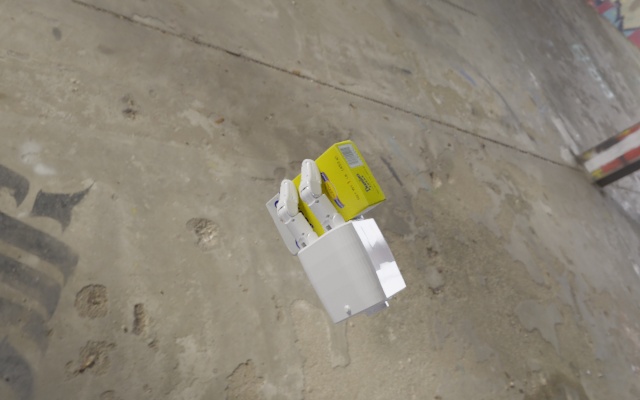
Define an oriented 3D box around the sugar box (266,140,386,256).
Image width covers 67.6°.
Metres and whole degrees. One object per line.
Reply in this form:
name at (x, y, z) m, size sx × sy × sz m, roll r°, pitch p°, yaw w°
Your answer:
sugar box at (0.000, 0.002, 0.661) m, size 0.048 × 0.093 × 0.176 m, roll -17°, pitch -15°, yaw -47°
